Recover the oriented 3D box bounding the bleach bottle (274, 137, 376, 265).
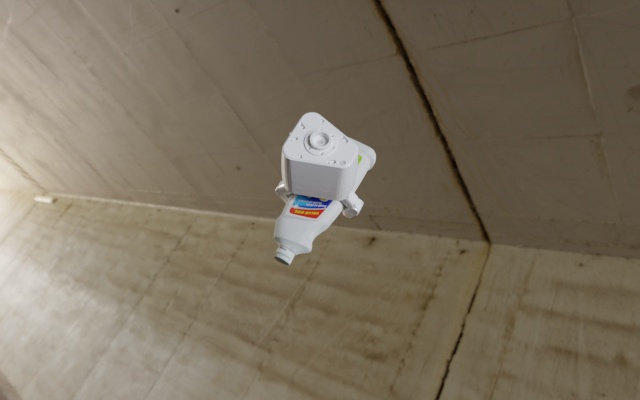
[{"bbox_3d":[0.000,0.003,0.833,0.102,0.250,0.068,25,-23,9],"label":"bleach bottle"}]
